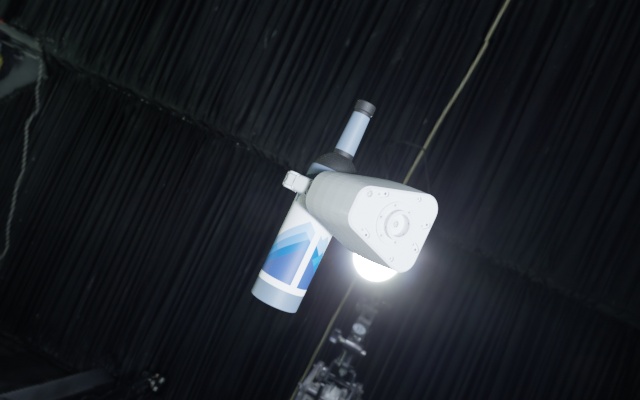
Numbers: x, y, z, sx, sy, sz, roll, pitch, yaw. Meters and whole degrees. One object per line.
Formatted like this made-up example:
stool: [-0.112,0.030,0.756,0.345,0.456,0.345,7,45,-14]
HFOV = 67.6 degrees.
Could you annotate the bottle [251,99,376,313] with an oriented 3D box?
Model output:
bottle: [0.000,0.002,0.643,0.069,0.295,0.069,25,-2,1]
